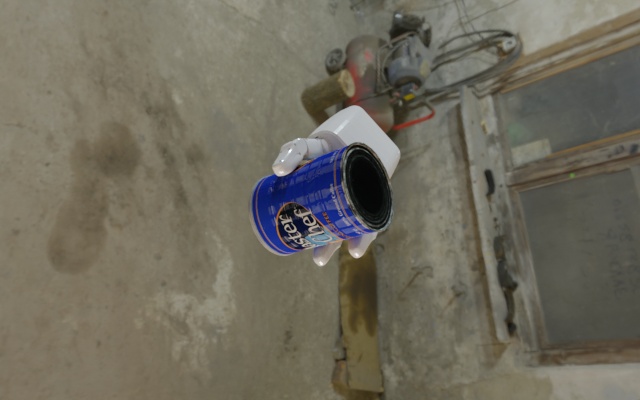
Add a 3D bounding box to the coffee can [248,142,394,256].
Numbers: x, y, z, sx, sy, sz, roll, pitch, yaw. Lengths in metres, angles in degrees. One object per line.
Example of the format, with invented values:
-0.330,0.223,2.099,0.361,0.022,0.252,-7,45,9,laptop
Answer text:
0.000,0.002,0.562,0.140,0.103,0.103,-18,-10,35,coffee can
